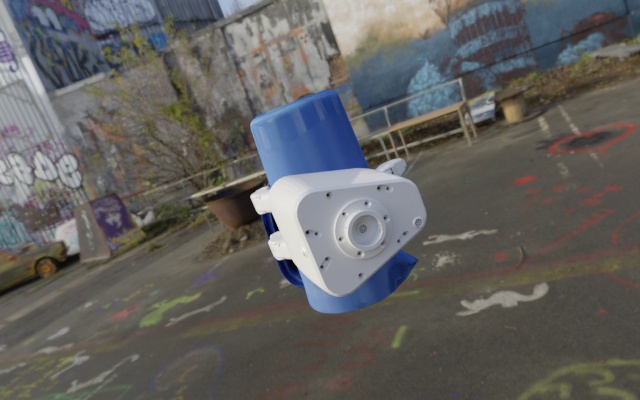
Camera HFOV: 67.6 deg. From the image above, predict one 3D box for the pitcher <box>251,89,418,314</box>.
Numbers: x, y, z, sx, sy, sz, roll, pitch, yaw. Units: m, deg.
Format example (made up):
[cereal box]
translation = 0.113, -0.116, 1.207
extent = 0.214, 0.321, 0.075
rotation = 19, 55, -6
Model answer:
[pitcher]
translation = 0.000, 0.002, 0.574
extent = 0.149, 0.243, 0.145
rotation = -23, 12, -9
